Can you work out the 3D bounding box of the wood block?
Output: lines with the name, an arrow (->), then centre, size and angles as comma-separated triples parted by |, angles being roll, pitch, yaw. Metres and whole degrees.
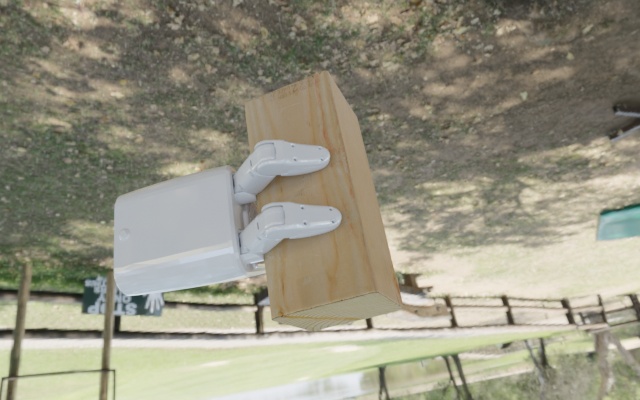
wood block -> 0.000, 0.002, 0.433 | 0.090, 0.206, 0.091 | -18, -26, 15
